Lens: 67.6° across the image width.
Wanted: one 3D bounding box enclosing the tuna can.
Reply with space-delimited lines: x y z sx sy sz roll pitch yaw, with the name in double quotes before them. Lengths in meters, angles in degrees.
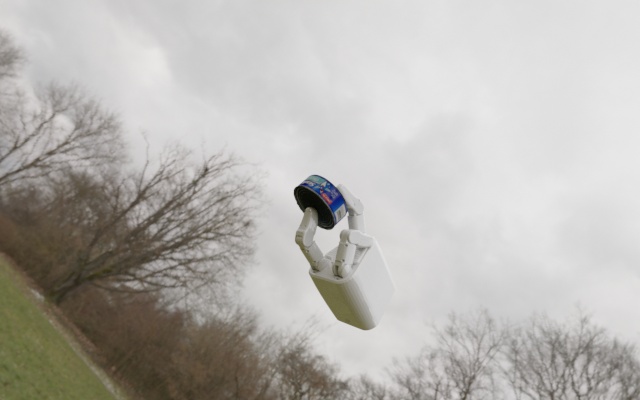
"tuna can" 0.000 0.002 0.737 0.033 0.086 0.086 -42 21 -25
